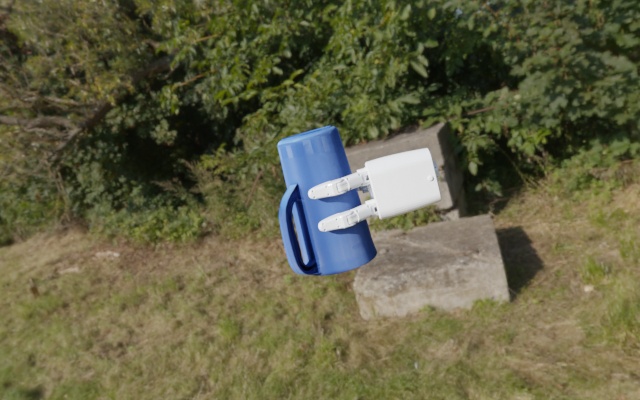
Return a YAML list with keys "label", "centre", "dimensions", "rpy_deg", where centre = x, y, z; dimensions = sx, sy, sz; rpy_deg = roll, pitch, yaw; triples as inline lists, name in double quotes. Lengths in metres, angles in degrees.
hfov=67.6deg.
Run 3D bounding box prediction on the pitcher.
- label: "pitcher"
  centre: [0.000, 0.003, 0.827]
  dimensions: [0.145, 0.243, 0.149]
  rpy_deg: [-15, 10, 5]
